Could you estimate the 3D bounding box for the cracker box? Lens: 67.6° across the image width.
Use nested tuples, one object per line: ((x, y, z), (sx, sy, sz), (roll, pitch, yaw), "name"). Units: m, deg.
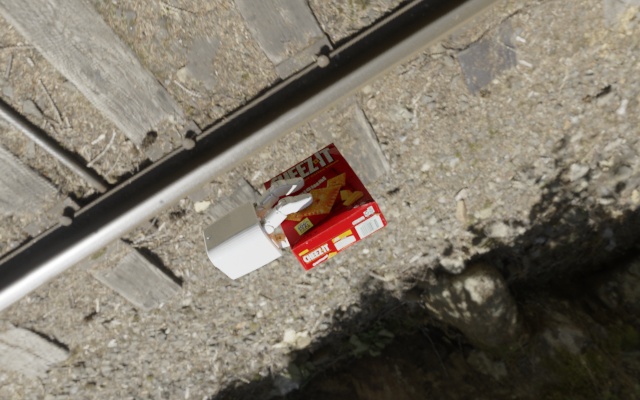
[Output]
((0.000, 0.003, 0.875), (0.164, 0.072, 0.213), (-30, 40, 0), "cracker box")
